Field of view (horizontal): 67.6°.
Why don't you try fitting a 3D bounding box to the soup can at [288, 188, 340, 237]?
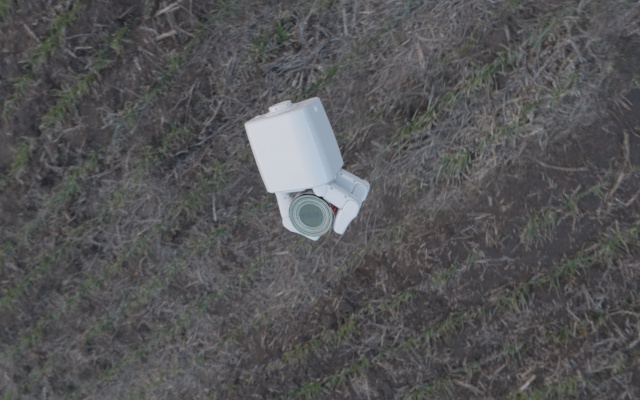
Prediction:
[{"bbox_3d":[0.000,0.003,0.707,0.068,0.068,0.102,0,23,17],"label":"soup can"}]
